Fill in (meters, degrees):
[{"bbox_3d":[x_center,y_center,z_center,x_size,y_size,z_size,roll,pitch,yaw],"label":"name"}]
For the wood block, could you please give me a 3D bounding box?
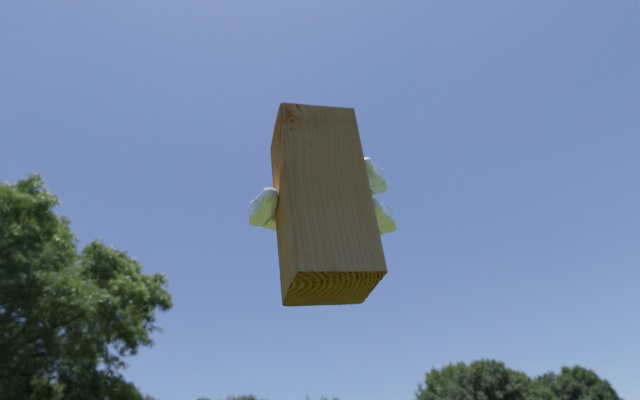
[{"bbox_3d":[0.000,0.002,0.525,0.091,0.206,0.090,1,-33,-15],"label":"wood block"}]
